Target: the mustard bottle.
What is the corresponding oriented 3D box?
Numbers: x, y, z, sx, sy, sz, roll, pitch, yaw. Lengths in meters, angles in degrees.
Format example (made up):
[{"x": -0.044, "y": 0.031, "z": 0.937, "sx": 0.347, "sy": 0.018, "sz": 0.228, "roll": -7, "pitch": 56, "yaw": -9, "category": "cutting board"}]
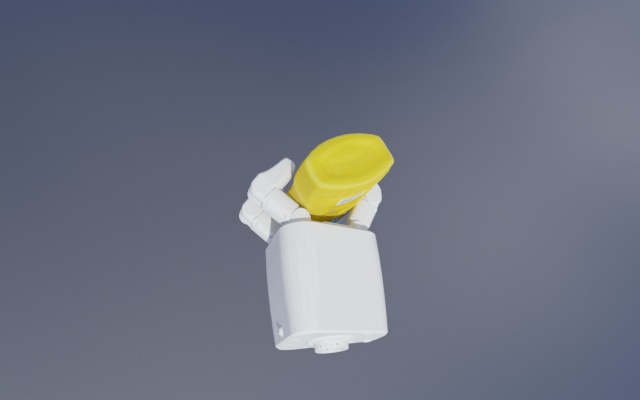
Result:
[{"x": 0.000, "y": 0.001, "z": 0.530, "sx": 0.096, "sy": 0.058, "sz": 0.192, "roll": -23, "pitch": -16, "yaw": -28, "category": "mustard bottle"}]
